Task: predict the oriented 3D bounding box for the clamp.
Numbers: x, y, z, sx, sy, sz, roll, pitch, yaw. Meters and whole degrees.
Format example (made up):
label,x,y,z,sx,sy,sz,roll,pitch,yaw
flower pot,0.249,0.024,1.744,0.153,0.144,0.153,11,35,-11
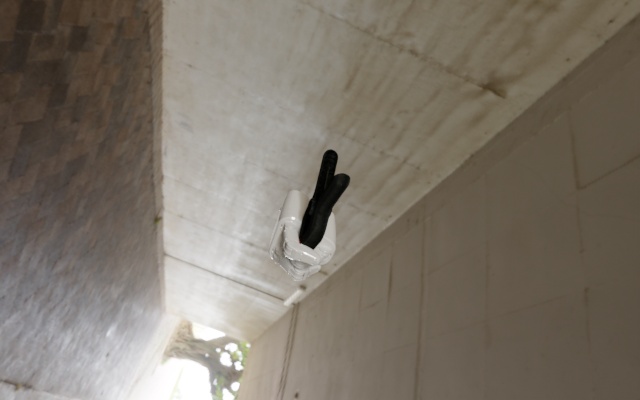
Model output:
label,x,y,z,sx,sy,sz,roll,pitch,yaw
clamp,0.001,0.003,0.769,0.039,0.171,0.120,20,29,-12
